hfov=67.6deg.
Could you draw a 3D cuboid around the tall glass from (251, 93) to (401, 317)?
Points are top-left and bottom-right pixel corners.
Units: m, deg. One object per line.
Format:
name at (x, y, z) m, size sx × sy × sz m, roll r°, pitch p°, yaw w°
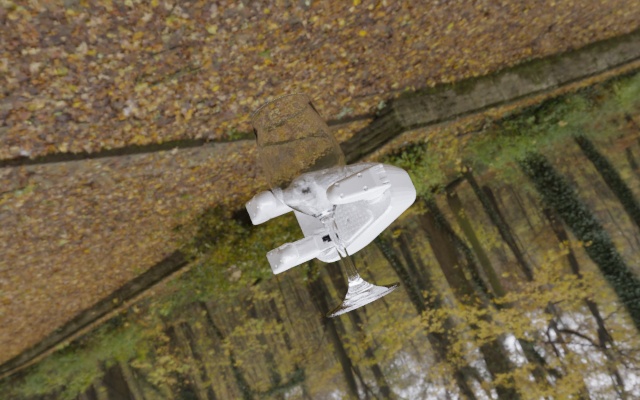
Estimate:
tall glass at (0.000, 0.002, 0.452) m, size 0.079 × 0.201 × 0.079 m, roll -23°, pitch -8°, yaw -4°
